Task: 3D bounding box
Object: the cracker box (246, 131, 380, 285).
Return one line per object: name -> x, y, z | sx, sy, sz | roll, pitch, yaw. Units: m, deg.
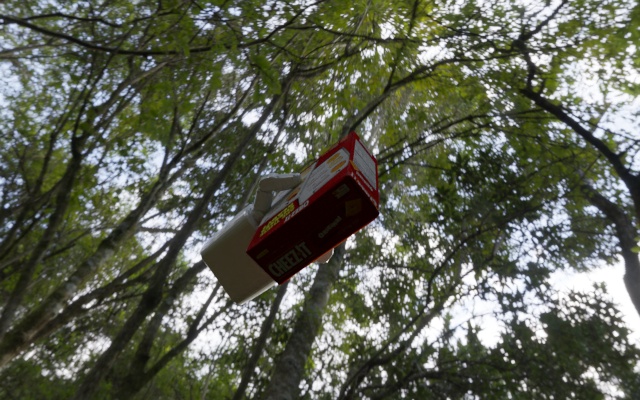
cracker box -> 0.000, 0.002, 0.661 | 0.164, 0.072, 0.213 | -37, 14, 18
